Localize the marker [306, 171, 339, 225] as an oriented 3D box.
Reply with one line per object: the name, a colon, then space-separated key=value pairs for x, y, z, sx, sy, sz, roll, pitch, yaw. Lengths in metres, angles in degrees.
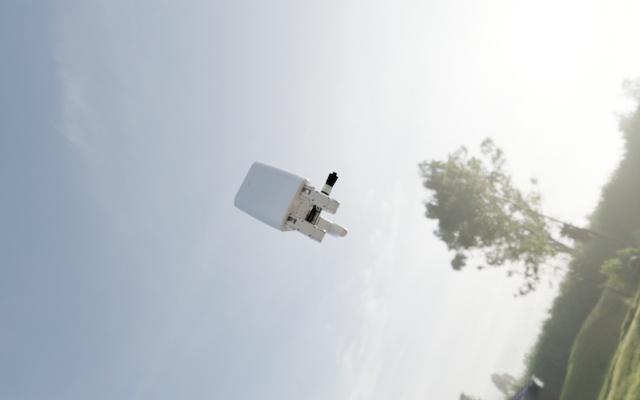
marker: x=0.000 y=0.003 z=0.848 sx=0.020 sy=0.121 sz=0.020 roll=26 pitch=-10 yaw=5
